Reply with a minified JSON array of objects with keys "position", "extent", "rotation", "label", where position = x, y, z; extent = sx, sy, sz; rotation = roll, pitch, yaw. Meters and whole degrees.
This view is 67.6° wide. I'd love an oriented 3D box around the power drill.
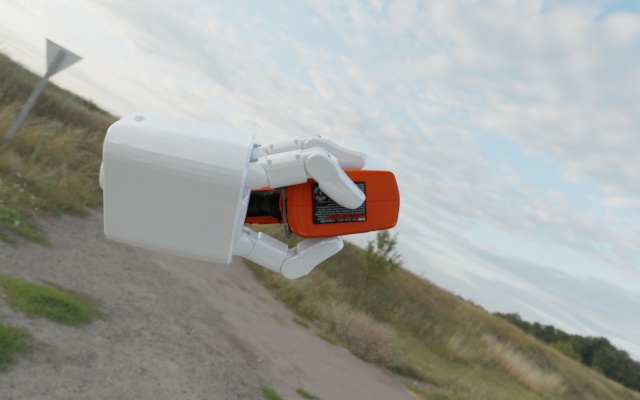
[{"position":[0.000,0.002,0.491],"extent":[0.184,0.057,0.187],"rotation":[-5,1,-24],"label":"power drill"}]
